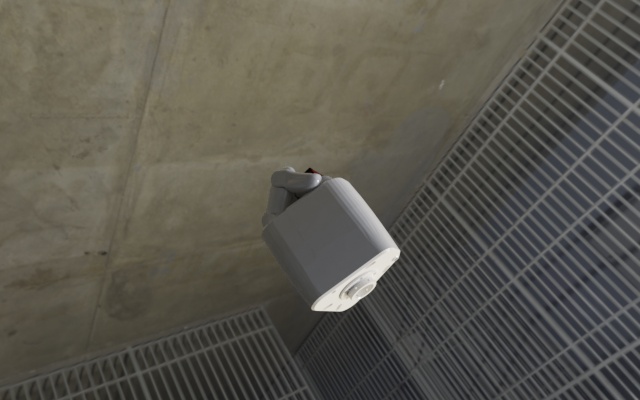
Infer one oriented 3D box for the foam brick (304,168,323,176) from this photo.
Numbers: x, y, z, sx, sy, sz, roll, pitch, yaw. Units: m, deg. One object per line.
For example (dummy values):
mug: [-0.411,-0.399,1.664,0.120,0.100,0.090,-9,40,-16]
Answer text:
foam brick: [0.000,0.002,0.613,0.053,0.051,0.078,-45,-29,13]
